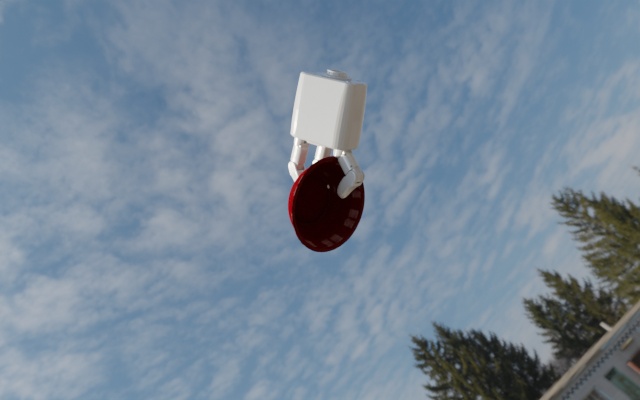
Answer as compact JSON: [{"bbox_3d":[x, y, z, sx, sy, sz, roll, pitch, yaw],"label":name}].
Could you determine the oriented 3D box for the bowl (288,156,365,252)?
[{"bbox_3d":[0.000,0.004,0.803,0.162,0.162,0.055,0,10,-42],"label":"bowl"}]
